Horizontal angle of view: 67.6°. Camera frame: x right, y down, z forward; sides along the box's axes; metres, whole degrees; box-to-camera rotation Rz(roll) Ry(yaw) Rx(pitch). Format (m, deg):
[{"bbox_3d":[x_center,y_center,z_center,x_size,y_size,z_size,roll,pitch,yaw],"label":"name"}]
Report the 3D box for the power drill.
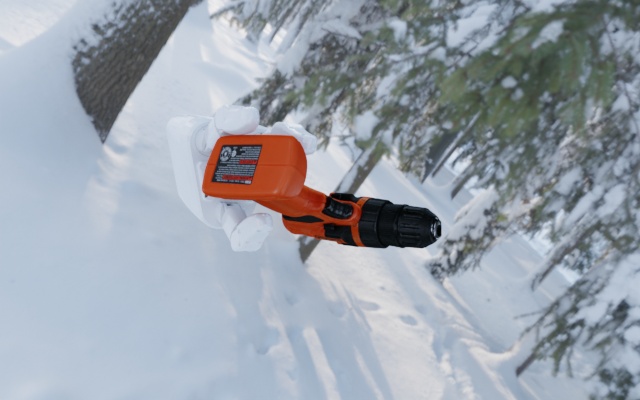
[{"bbox_3d":[0.000,0.001,0.447,0.184,0.057,0.188,2,-18,36],"label":"power drill"}]
